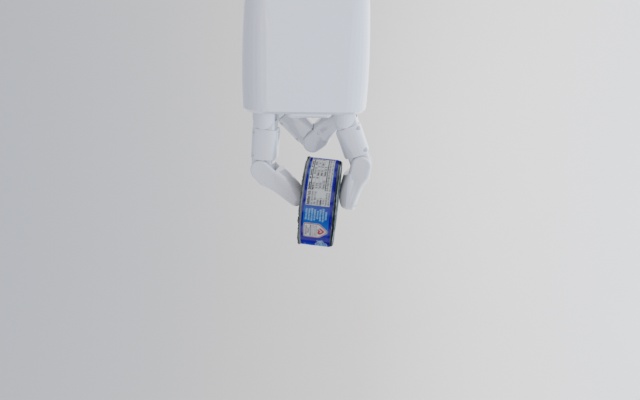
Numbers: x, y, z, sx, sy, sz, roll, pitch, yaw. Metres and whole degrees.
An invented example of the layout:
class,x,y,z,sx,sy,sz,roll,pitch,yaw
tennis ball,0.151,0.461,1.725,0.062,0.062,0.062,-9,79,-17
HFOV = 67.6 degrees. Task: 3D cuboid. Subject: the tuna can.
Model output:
class,x,y,z,sx,sy,sz,roll,pitch,yaw
tuna can,0.001,0.002,0.460,0.034,0.086,0.086,7,0,3
